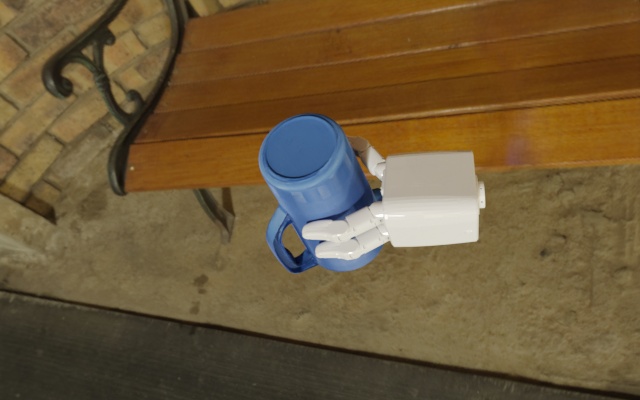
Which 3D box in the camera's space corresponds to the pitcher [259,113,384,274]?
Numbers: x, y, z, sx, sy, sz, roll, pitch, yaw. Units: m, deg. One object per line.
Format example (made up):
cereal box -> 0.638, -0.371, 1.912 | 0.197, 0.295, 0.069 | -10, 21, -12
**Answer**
pitcher -> 0.000, 0.002, 0.646 | 0.145, 0.149, 0.243 | -1, -28, 17
